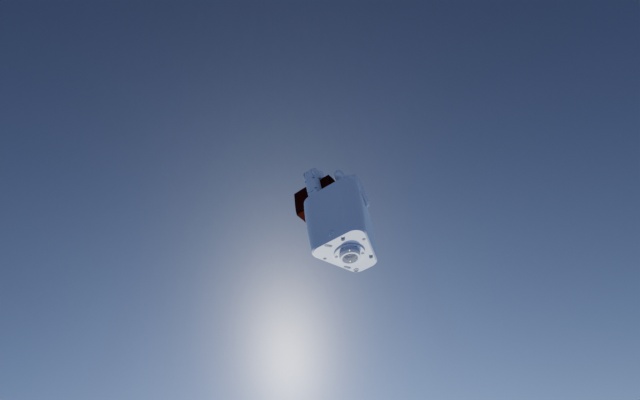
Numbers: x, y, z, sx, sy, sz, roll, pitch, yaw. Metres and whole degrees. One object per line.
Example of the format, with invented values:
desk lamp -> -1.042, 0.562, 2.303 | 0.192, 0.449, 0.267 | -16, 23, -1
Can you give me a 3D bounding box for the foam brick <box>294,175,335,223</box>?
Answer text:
foam brick -> 0.000, 0.003, 0.834 | 0.078, 0.051, 0.053 | -29, -46, 21
